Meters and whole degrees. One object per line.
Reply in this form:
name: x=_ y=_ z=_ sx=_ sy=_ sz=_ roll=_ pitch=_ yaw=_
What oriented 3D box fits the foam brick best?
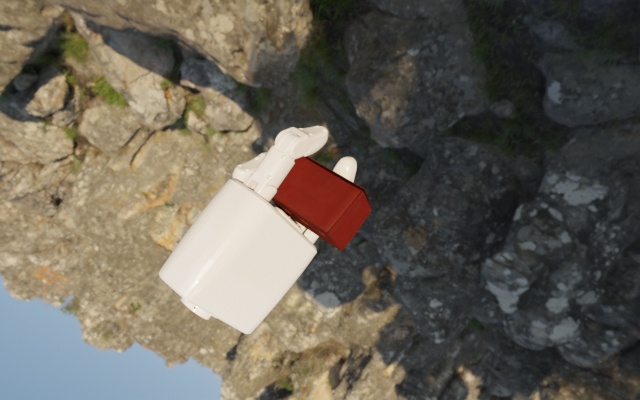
foam brick: x=0.000 y=0.001 z=0.446 sx=0.078 sy=0.051 sz=0.053 roll=32 pitch=-13 yaw=27
